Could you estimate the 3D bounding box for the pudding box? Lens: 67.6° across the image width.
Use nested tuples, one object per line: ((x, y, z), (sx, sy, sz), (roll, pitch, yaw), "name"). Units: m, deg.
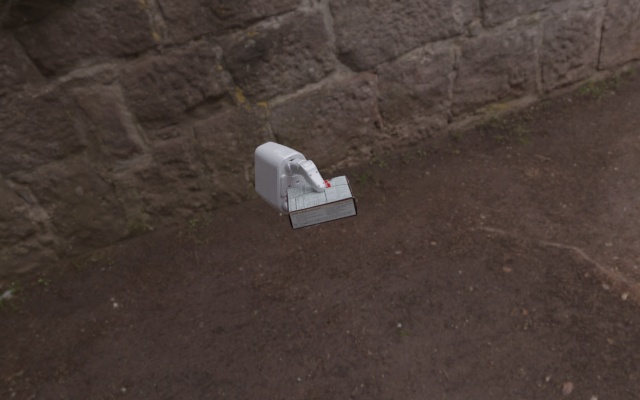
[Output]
((0.000, 0.002, 0.806), (0.113, 0.039, 0.090), (-14, 28, 2), "pudding box")
